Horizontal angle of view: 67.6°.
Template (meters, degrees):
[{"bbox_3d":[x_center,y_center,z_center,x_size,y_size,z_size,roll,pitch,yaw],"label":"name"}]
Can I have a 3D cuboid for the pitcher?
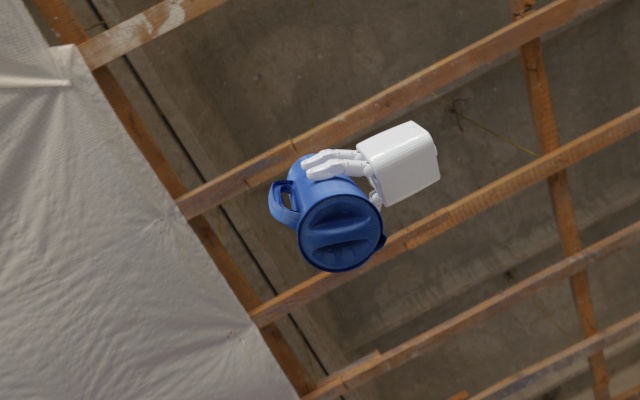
[{"bbox_3d":[0.000,0.003,0.811,0.145,0.149,0.242,-28,26,1],"label":"pitcher"}]
